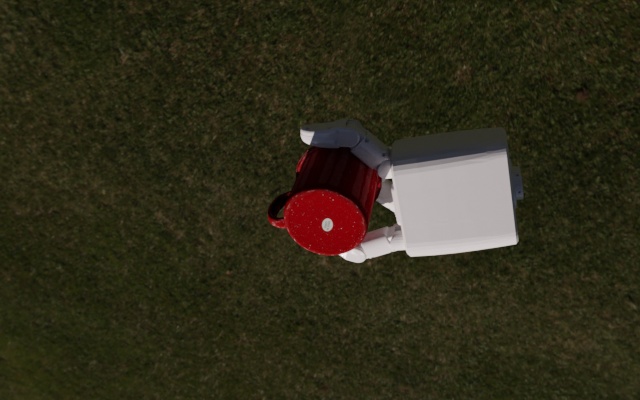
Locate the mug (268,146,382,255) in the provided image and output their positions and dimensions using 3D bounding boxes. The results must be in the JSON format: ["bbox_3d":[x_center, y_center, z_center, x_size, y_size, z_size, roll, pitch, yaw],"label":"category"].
[{"bbox_3d":[-0.001,0.002,0.480,0.117,0.093,0.081,-9,31,19],"label":"mug"}]
